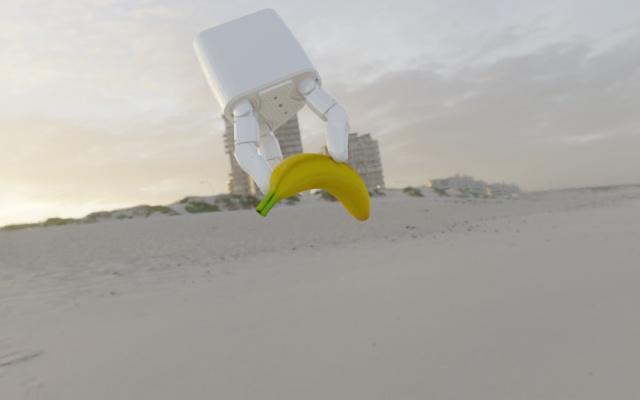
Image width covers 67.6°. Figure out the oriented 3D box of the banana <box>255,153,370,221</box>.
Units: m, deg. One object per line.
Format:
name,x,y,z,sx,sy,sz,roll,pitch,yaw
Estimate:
banana,0.006,-0.015,0.522,0.037,0.070,0.198,36,17,34
